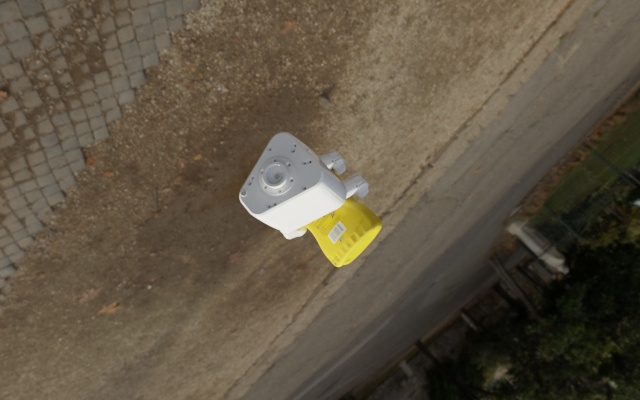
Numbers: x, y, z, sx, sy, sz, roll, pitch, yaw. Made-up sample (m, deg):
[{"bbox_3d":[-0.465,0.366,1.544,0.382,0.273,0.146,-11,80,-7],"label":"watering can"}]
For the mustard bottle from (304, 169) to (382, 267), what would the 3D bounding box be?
[{"bbox_3d":[0.000,0.003,0.736,0.191,0.096,0.058,48,29,20],"label":"mustard bottle"}]
